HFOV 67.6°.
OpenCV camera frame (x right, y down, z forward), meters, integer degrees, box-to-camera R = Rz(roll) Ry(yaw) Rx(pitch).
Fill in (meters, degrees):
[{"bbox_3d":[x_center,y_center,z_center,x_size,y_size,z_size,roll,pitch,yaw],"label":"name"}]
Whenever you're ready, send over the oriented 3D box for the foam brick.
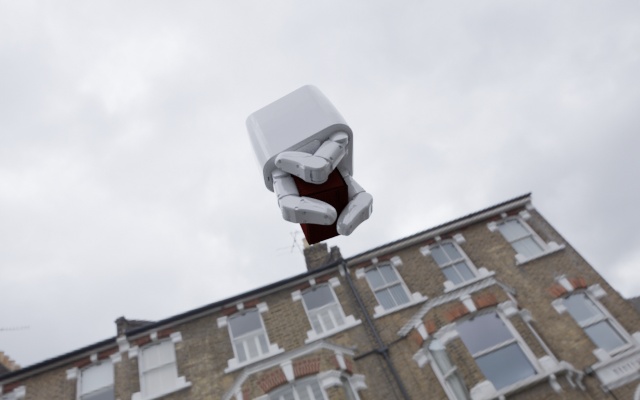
[{"bbox_3d":[0.000,0.002,0.549,0.053,0.078,0.051,-16,45,-12],"label":"foam brick"}]
